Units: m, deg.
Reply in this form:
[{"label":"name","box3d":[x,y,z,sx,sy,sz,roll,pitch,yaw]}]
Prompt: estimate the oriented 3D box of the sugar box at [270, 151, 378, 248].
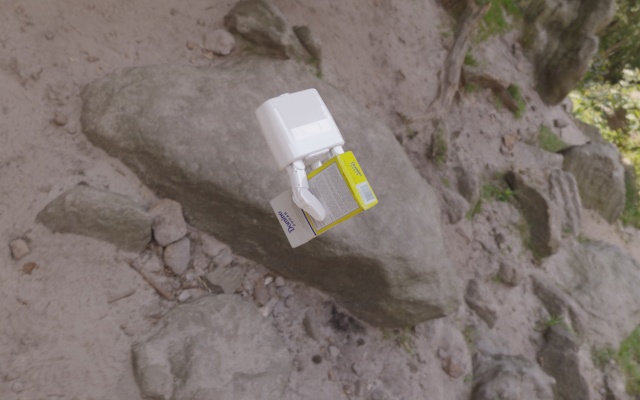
[{"label":"sugar box","box3d":[0.000,0.002,0.771,0.048,0.093,0.176,-22,-7,-46]}]
